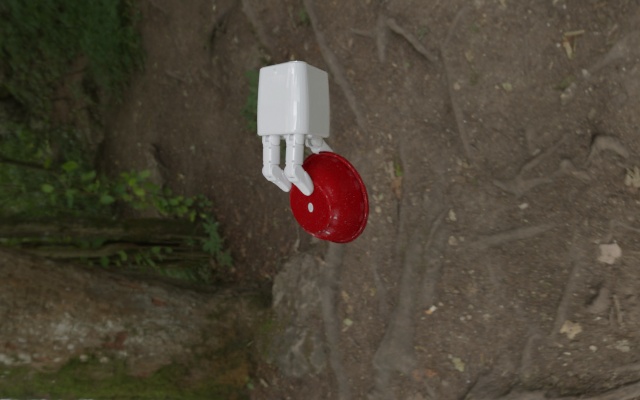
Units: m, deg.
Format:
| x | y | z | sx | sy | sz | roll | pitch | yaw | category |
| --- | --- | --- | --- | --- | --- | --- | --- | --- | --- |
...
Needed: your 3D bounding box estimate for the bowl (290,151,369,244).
| x | y | z | sx | sy | sz | roll | pitch | yaw | category |
| --- | --- | --- | --- | --- | --- | --- | --- | --- | --- |
| 0.000 | 0.004 | 0.784 | 0.162 | 0.162 | 0.055 | 0 | 16 | 44 | bowl |
